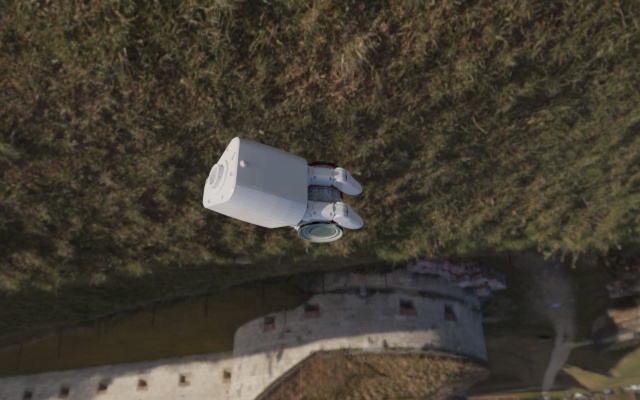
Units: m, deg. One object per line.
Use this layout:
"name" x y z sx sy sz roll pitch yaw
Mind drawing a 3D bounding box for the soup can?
"soup can" 0.000 0.003 0.702 0.068 0.102 0.068 0 -28 0
